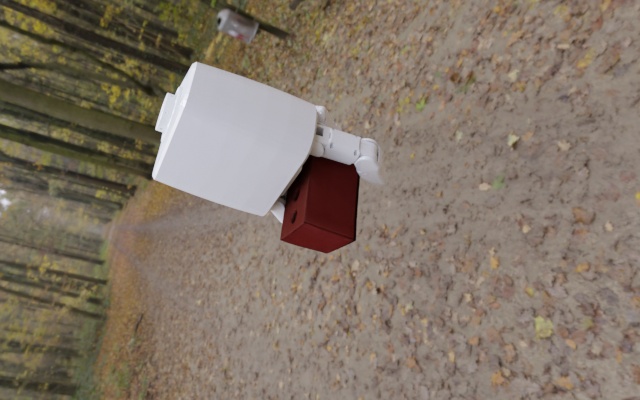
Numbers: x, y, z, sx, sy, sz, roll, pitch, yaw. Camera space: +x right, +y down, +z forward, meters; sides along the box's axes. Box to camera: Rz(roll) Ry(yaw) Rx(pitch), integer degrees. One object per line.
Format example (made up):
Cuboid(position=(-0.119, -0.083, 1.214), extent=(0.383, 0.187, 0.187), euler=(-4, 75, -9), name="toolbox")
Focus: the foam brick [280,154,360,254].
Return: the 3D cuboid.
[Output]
Cuboid(position=(0.000, 0.002, 0.434), extent=(0.051, 0.078, 0.053), euler=(18, -29, -23), name="foam brick")
